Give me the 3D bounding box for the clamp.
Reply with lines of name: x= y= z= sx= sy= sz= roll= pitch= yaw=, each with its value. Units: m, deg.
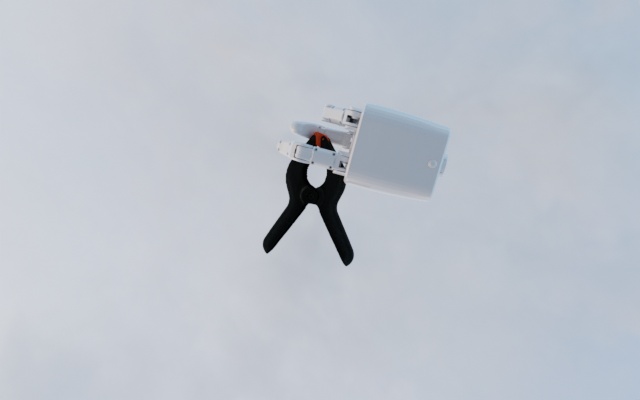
clamp: x=0.000 y=0.002 z=0.614 sx=0.120 sy=0.171 sz=0.039 roll=16 pitch=9 yaw=4
